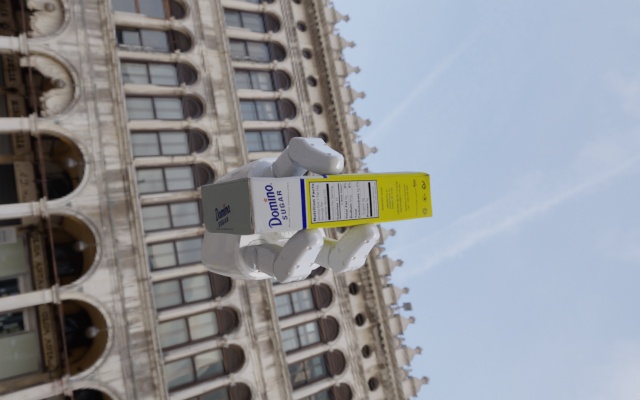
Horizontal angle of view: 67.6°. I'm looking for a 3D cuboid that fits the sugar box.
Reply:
[{"bbox_3d":[0.000,0.002,0.402,0.176,0.048,0.093,-6,1,-34],"label":"sugar box"}]
